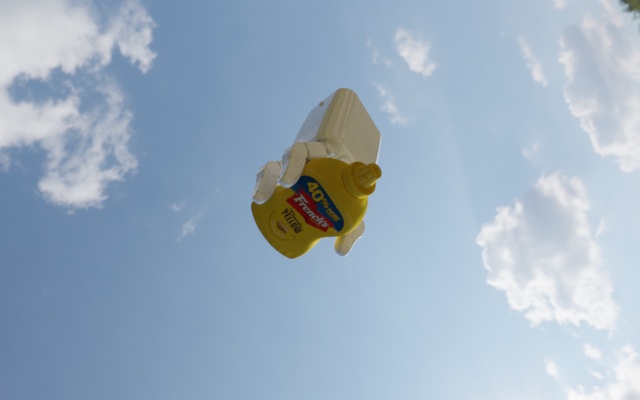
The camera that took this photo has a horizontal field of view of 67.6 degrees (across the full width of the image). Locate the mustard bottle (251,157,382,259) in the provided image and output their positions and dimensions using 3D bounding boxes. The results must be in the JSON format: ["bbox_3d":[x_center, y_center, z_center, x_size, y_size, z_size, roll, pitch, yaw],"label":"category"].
[{"bbox_3d":[0.000,0.002,0.574,0.192,0.096,0.058,-30,7,43],"label":"mustard bottle"}]
